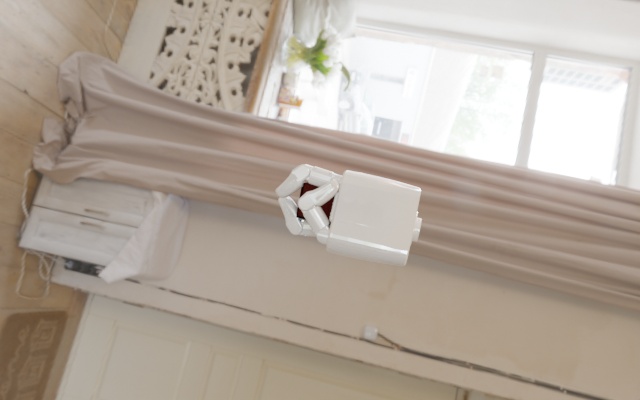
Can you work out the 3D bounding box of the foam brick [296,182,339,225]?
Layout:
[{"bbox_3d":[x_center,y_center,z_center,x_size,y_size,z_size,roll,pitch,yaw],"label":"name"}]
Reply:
[{"bbox_3d":[0.000,0.002,0.702,0.051,0.053,0.078,12,6,8],"label":"foam brick"}]
